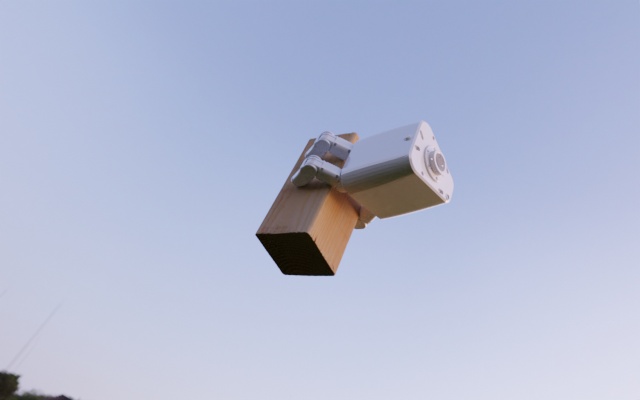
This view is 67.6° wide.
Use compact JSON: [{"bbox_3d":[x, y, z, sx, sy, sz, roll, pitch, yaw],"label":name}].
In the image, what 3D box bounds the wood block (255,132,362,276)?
[{"bbox_3d":[0.001,0.002,0.703,0.090,0.091,0.206,-4,42,32],"label":"wood block"}]
